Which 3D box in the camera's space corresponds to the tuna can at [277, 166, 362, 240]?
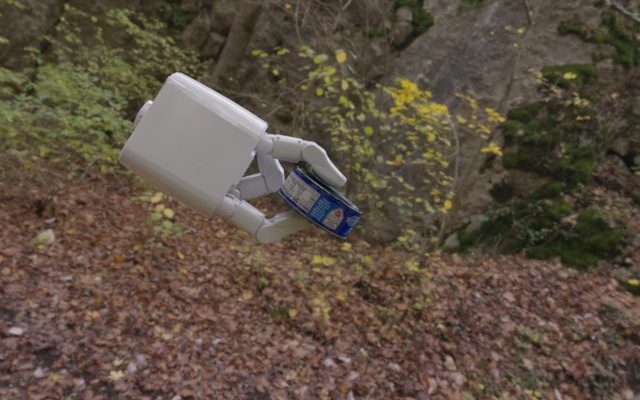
[{"bbox_3d":[0.000,0.001,0.490,0.086,0.034,0.086,35,6,-4],"label":"tuna can"}]
